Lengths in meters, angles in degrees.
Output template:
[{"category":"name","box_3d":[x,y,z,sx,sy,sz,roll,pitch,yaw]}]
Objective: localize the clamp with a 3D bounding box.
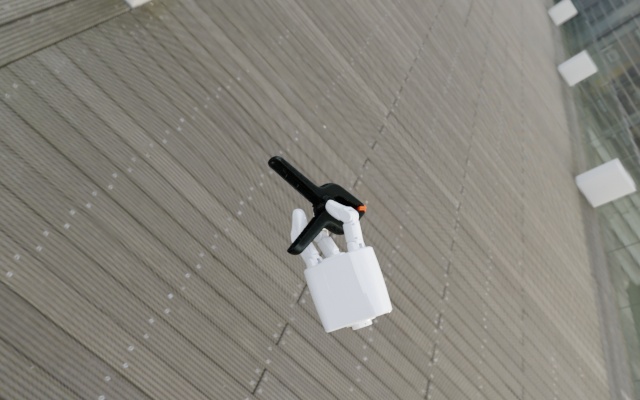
[{"category":"clamp","box_3d":[0.001,0.003,0.811,0.036,0.164,0.210,-27,-15,39]}]
